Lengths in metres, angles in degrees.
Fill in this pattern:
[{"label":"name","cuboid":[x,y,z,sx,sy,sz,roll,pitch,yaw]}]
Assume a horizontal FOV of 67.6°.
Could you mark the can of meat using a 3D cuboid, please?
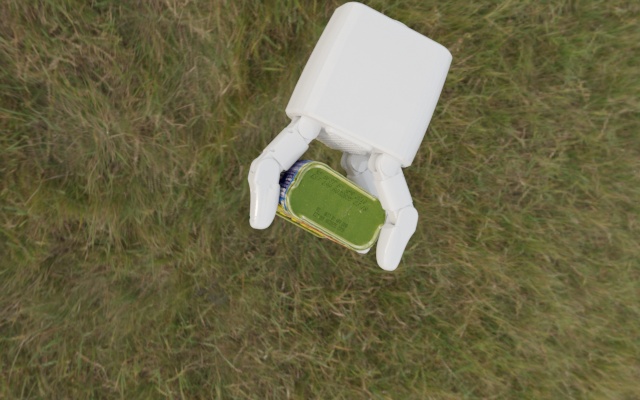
[{"label":"can of meat","cuboid":[0.000,0.002,0.443,0.102,0.057,0.084,30,-6,-25]}]
